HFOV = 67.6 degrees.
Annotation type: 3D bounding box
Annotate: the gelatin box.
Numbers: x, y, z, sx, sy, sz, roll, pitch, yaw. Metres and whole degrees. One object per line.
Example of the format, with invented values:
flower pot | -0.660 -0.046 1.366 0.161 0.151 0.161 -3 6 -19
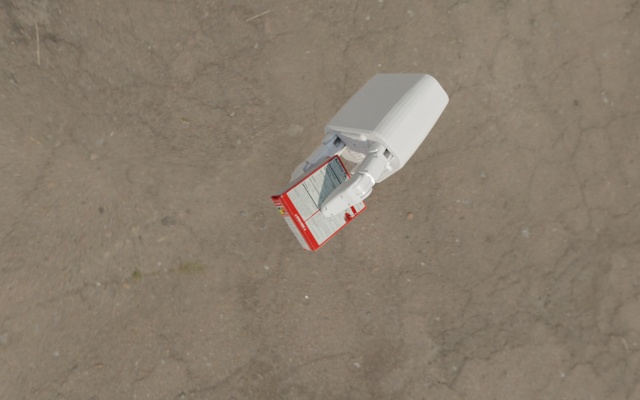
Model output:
gelatin box | 0.000 0.002 0.537 0.089 0.073 0.030 -38 16 -26
